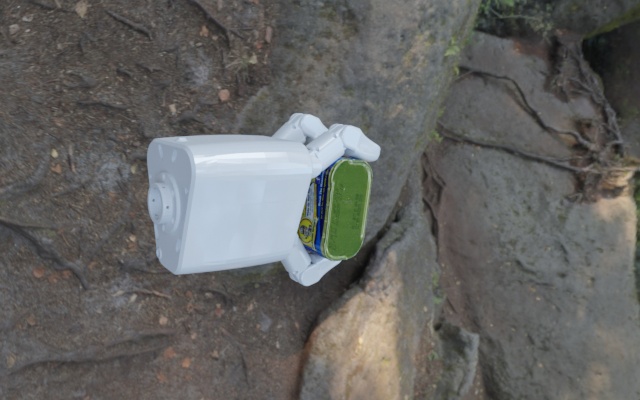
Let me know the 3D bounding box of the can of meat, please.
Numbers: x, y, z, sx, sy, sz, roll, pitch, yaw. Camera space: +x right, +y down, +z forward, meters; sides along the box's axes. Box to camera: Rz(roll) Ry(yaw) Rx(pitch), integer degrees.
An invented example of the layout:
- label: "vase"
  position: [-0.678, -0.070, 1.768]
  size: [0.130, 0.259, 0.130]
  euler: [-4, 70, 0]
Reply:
- label: "can of meat"
  position: [0.000, 0.002, 0.470]
  size: [0.057, 0.102, 0.084]
  euler: [-3, 13, -40]
